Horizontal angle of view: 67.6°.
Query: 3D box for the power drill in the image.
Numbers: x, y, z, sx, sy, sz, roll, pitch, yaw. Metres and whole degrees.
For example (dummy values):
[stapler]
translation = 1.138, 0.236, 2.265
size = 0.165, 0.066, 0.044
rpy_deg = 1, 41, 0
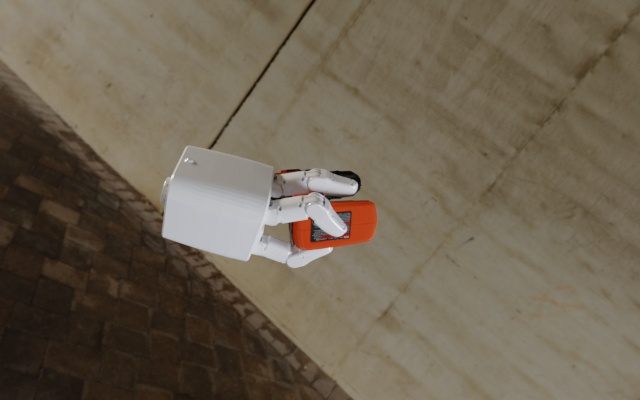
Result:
[power drill]
translation = 0.000, 0.002, 0.638
size = 0.184, 0.057, 0.187
rpy_deg = -7, 18, -21
